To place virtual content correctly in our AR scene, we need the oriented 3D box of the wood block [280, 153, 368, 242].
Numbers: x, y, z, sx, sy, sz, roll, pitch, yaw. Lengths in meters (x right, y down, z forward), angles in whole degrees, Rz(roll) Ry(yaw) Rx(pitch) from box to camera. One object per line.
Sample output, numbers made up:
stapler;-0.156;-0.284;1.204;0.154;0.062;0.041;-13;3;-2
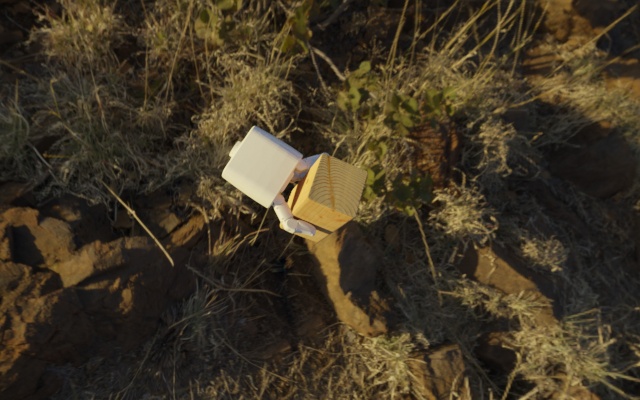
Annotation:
wood block;0.000;0.003;0.892;0.090;0.090;0.206;22;-22;-10
